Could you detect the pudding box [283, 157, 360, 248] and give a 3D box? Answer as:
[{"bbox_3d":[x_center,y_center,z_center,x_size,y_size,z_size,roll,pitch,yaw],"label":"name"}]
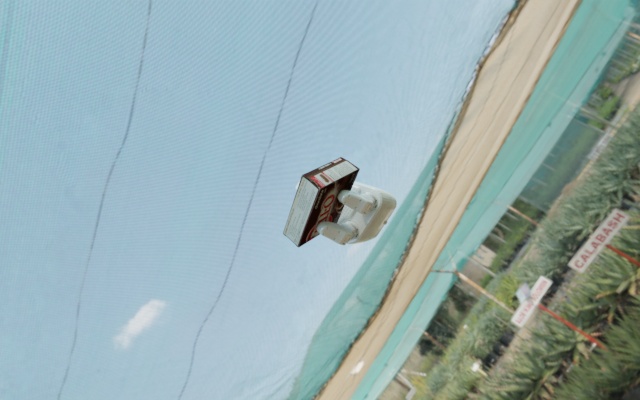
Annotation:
[{"bbox_3d":[0.000,0.002,0.673,0.039,0.114,0.090,36,40,22],"label":"pudding box"}]
